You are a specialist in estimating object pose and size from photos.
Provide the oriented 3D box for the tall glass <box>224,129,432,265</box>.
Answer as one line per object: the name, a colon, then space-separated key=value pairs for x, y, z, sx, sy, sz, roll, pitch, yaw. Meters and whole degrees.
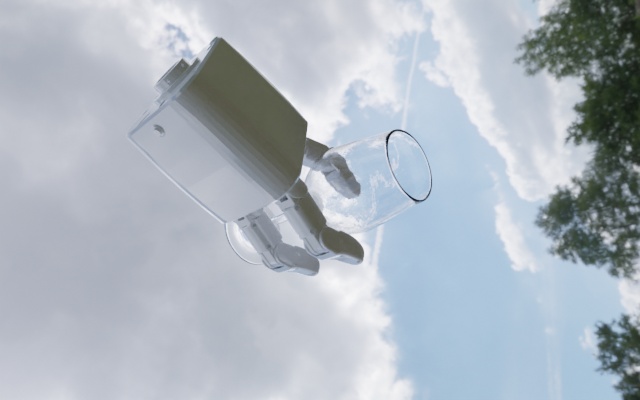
tall glass: x=0.000 y=0.002 z=0.439 sx=0.201 sy=0.079 sz=0.079 roll=-22 pitch=-15 yaw=39
